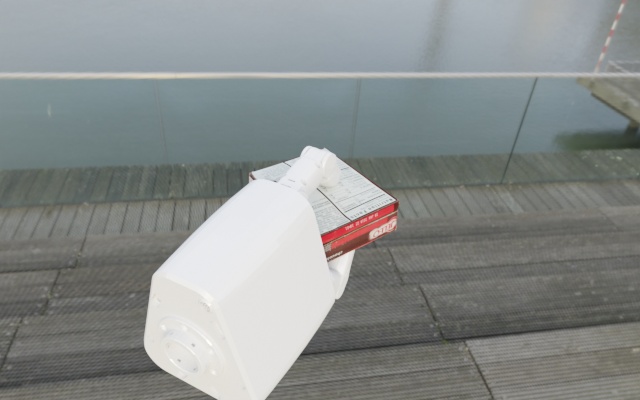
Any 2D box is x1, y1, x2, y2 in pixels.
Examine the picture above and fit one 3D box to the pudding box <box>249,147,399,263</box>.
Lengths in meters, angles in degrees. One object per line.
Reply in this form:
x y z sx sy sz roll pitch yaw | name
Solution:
0.000 0.001 0.427 0.090 0.039 0.113 -21 44 -29 | pudding box
